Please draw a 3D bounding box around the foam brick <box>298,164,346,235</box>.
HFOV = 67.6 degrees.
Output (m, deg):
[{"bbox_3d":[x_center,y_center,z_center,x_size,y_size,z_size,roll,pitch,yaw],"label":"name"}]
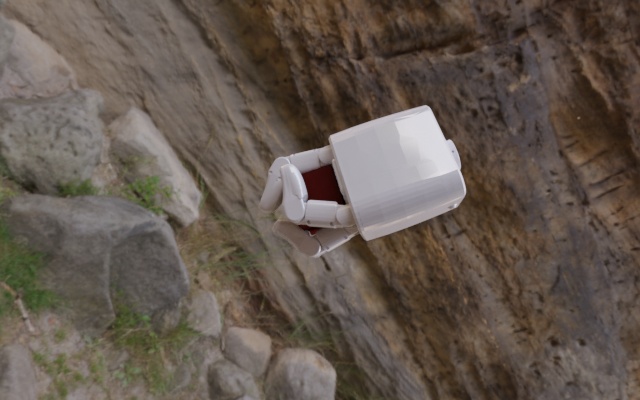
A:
[{"bbox_3d":[0.000,0.002,0.515,0.051,0.053,0.078,-19,-13,5],"label":"foam brick"}]
